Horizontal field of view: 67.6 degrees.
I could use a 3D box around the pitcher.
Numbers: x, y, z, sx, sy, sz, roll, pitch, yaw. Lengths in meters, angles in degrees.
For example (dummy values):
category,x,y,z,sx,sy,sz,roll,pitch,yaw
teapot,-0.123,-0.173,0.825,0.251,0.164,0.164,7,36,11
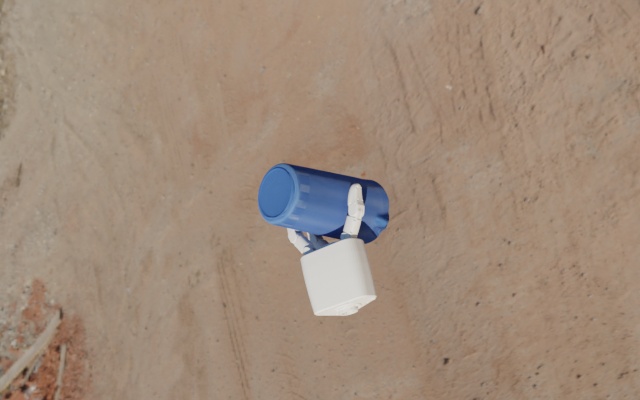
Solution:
category,x,y,z,sx,sy,sz,roll,pitch,yaw
pitcher,0.000,0.003,0.900,0.243,0.145,0.149,13,-34,-44
